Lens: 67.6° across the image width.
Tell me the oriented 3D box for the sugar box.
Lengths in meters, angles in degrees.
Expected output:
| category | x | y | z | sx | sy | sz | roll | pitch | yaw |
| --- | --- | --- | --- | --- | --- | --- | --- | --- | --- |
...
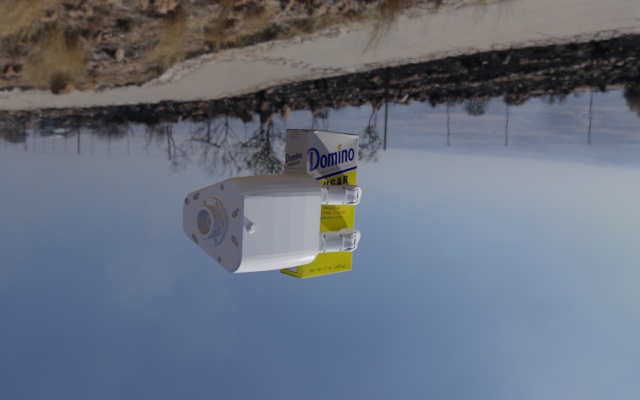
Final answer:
| category | x | y | z | sx | sy | sz | roll | pitch | yaw |
| --- | --- | --- | --- | --- | --- | --- | --- | --- | --- |
| sugar box | 0.000 | 0.002 | 0.594 | 0.093 | 0.176 | 0.048 | -3 | 9 | -44 |
